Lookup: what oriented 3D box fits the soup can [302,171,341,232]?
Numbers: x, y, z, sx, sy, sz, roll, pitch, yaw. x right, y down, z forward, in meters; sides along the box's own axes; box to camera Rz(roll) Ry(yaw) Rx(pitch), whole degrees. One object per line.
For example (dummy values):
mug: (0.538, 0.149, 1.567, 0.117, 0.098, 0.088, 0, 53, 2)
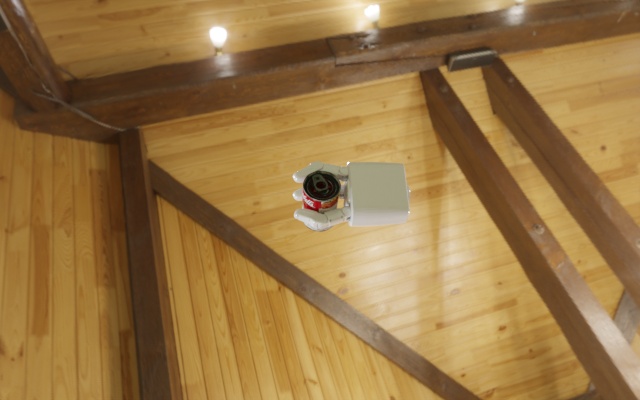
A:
soup can: (0.000, 0.003, 0.881, 0.068, 0.068, 0.102, 0, -36, -4)
